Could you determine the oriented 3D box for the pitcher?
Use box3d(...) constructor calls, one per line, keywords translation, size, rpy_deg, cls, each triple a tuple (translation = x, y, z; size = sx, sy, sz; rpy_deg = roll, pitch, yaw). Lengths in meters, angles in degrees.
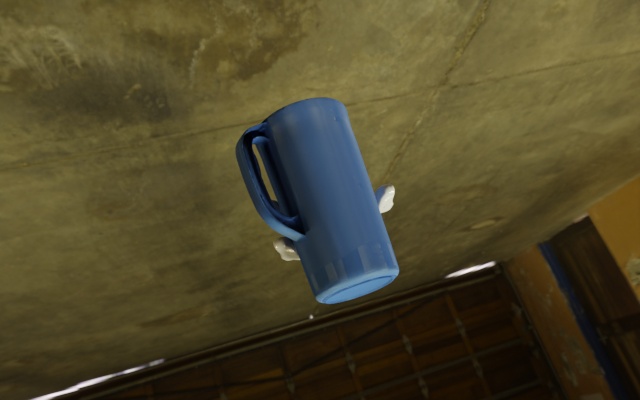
box3d(translation=(0.000, 0.002, 0.607), size=(0.149, 0.242, 0.145), rpy_deg=(-21, -20, 4), cls="pitcher")
